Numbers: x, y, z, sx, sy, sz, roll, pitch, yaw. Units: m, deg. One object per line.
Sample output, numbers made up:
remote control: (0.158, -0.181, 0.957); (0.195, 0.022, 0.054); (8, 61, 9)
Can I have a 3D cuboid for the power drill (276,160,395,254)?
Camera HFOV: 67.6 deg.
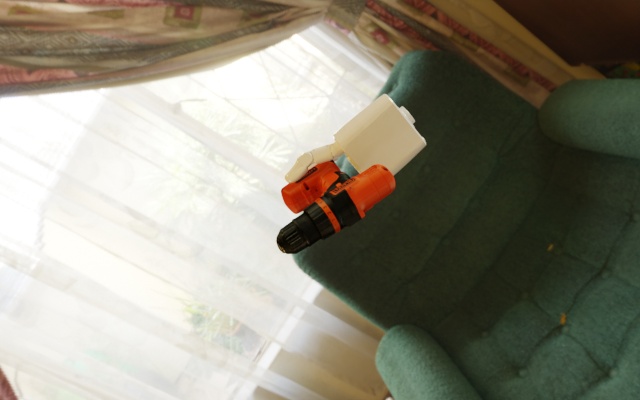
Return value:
power drill: (0.000, 0.002, 0.710); (0.184, 0.057, 0.187); (-32, 20, -10)
